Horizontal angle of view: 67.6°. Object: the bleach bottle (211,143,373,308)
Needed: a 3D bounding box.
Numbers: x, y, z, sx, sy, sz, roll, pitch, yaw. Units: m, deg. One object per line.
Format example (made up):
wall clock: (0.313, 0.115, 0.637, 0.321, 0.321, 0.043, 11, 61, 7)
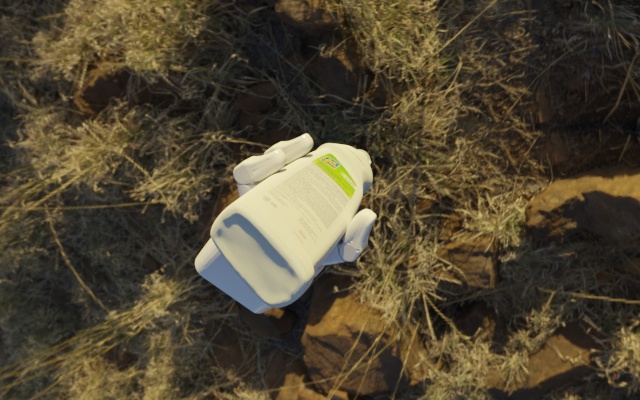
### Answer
bleach bottle: (0.000, 0.002, 0.505, 0.068, 0.102, 0.250, -43, -2, 36)
